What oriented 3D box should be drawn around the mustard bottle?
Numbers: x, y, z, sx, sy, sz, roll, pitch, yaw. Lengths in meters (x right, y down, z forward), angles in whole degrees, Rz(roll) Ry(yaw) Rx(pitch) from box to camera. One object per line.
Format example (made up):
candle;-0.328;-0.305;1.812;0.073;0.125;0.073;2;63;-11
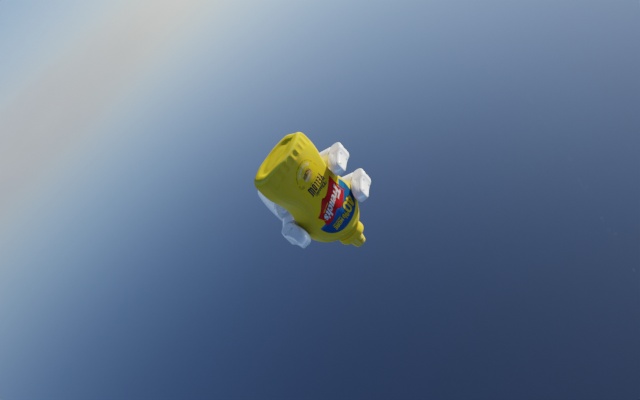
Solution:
mustard bottle;0.000;0.002;0.671;0.058;0.096;0.192;-6;-44;50
